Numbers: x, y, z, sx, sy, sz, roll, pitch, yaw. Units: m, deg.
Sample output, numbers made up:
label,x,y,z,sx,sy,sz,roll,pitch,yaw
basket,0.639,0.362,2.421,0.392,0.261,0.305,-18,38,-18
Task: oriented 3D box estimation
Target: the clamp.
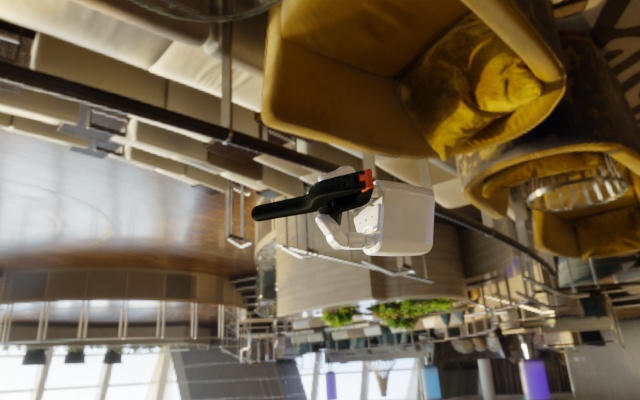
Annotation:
label,x,y,z,sx,sy,sz,roll,pitch,yaw
clamp,0.001,0.003,0.714,0.164,0.036,0.210,5,-21,-27
